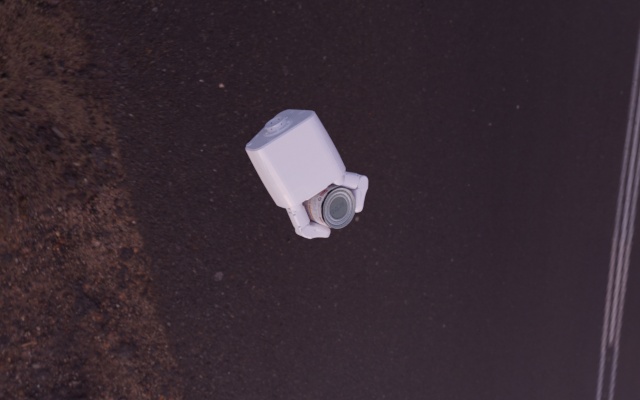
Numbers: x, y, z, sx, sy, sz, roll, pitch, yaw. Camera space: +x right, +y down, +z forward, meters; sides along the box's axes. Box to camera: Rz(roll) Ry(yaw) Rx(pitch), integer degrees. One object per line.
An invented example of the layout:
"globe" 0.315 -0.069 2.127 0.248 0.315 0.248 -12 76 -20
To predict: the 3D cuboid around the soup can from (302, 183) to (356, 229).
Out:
"soup can" 0.000 0.003 0.767 0.068 0.068 0.102 0 10 -37
